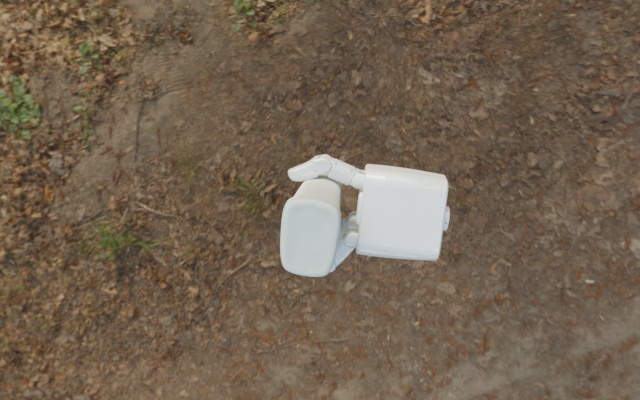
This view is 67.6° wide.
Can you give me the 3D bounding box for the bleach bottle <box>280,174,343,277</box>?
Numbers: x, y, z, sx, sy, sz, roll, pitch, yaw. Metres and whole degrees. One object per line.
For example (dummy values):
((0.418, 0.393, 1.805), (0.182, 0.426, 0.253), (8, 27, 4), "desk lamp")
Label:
((0.000, 0.002, 0.656), (0.068, 0.103, 0.250), (8, 22, 4), "bleach bottle")
